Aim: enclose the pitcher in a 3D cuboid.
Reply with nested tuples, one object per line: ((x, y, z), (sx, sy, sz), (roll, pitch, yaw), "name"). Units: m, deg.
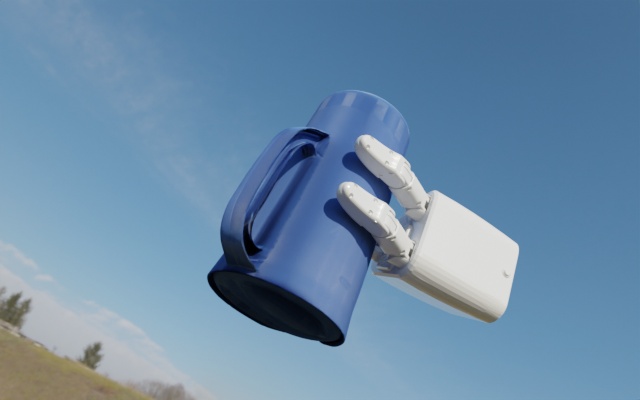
((0.000, 0.002, 0.465), (0.145, 0.242, 0.149), (29, -29, -6), "pitcher")
